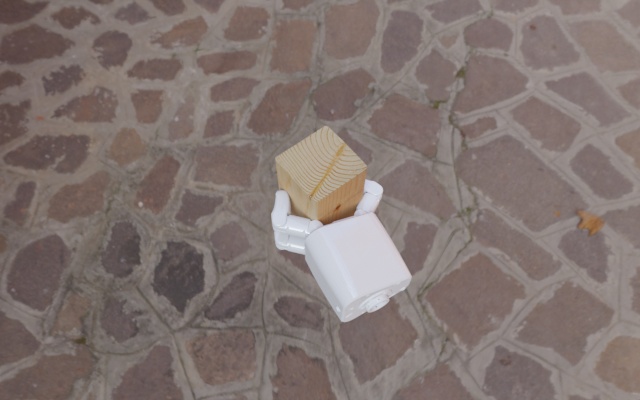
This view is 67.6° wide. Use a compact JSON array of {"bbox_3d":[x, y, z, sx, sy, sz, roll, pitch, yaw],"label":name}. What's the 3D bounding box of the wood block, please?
[{"bbox_3d":[0.001,0.002,0.705,0.091,0.090,0.206,-34,-24,-19],"label":"wood block"}]
